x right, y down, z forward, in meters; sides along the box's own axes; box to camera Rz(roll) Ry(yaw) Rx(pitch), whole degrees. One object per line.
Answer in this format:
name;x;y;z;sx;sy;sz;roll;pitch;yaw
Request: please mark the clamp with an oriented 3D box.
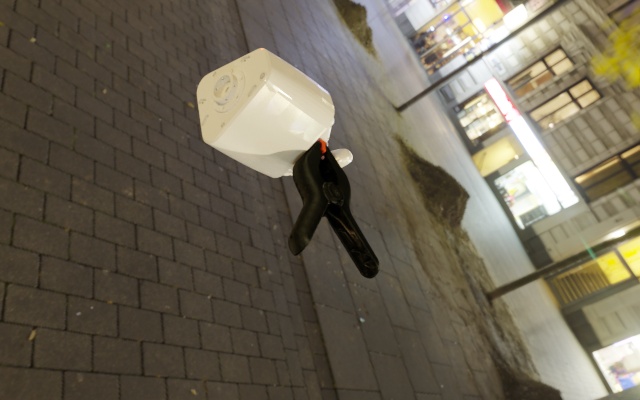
clamp;0.001;0.001;0.520;0.039;0.171;0.120;-36;-34;26
